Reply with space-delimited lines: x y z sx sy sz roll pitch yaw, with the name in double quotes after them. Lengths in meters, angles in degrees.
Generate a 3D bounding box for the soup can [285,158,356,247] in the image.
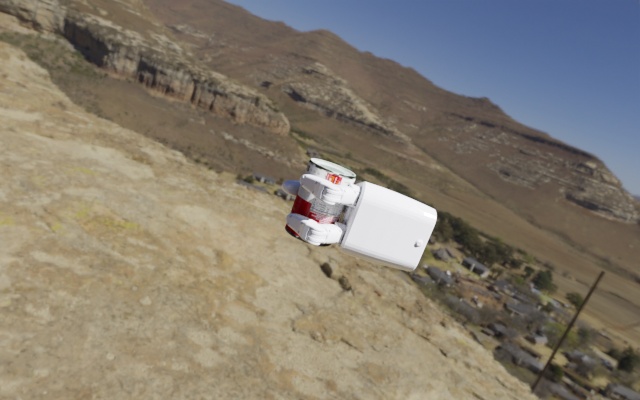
0.000 0.002 0.644 0.068 0.102 0.068 19 13 -5 "soup can"
